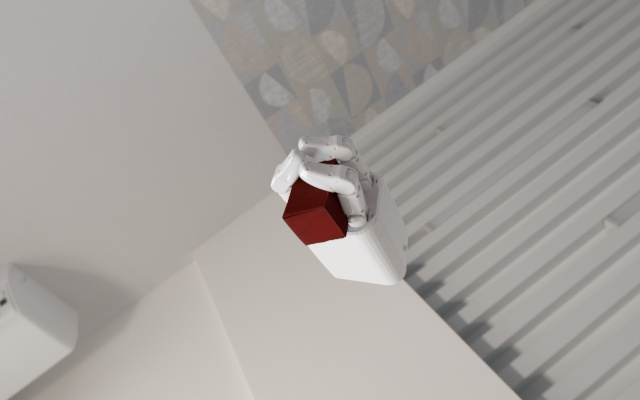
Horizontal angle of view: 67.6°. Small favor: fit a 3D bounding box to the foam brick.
[{"bbox_3d":[0.000,0.002,0.520,0.053,0.078,0.051,-13,-49,26],"label":"foam brick"}]
